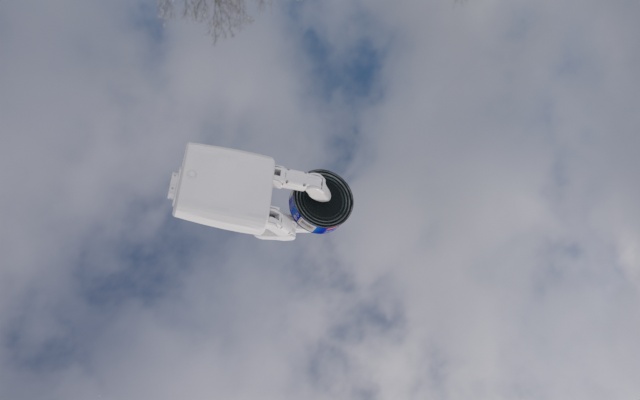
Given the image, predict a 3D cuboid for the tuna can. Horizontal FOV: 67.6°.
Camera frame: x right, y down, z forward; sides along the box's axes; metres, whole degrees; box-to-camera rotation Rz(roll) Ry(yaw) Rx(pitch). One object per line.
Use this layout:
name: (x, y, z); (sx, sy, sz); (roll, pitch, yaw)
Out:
tuna can: (0.000, 0.002, 0.661); (0.086, 0.086, 0.034); (0, -21, -19)
